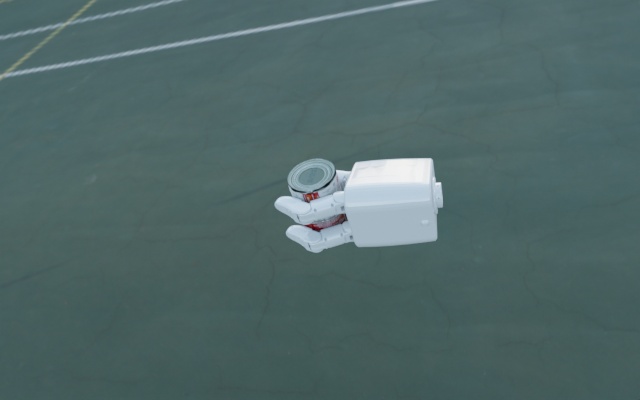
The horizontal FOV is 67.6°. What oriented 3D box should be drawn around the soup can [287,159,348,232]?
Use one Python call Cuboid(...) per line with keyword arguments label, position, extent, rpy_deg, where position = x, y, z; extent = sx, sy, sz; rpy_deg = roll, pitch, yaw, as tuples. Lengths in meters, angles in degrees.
Cuboid(label="soup can", position=(0.000, 0.002, 0.656), extent=(0.068, 0.102, 0.068), rpy_deg=(-10, 42, 9))
